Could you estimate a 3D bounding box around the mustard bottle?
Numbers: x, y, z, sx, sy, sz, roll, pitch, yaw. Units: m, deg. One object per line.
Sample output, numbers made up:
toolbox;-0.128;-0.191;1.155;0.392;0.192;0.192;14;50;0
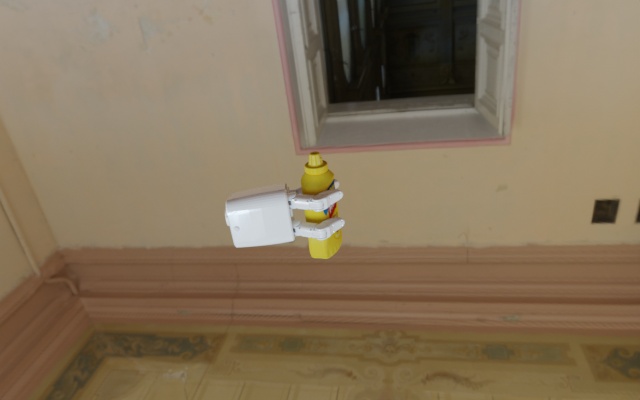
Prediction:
mustard bottle;0.001;0.003;0.866;0.058;0.192;0.096;3;29;20
